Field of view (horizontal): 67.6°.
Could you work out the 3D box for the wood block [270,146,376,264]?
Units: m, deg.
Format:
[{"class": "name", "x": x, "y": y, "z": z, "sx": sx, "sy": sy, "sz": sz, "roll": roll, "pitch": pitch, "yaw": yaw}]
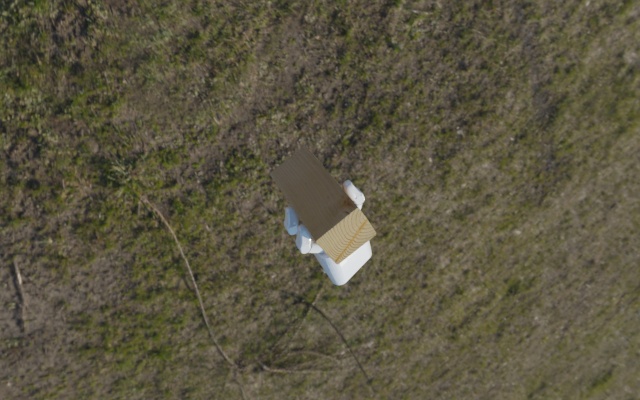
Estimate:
[{"class": "wood block", "x": 0.001, "y": 0.003, "z": 0.868, "sx": 0.206, "sy": 0.091, "sz": 0.090, "roll": 52, "pitch": 1, "yaw": 44}]
